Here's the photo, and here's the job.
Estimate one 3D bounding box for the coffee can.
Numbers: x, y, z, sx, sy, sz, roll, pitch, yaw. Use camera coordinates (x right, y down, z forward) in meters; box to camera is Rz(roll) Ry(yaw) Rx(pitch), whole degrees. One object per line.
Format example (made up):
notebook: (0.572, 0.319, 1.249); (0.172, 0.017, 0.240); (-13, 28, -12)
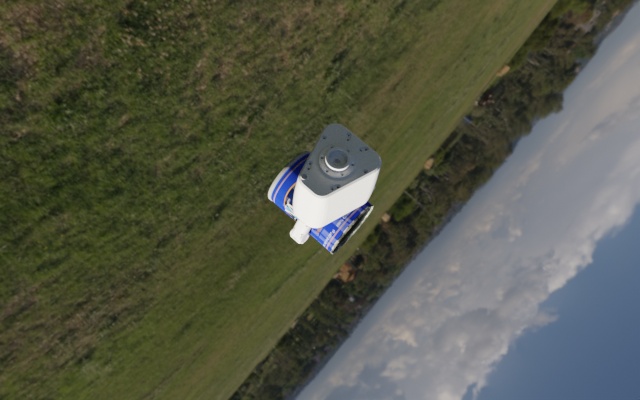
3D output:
coffee can: (0.000, 0.003, 0.775); (0.140, 0.103, 0.103); (41, 9, 11)
